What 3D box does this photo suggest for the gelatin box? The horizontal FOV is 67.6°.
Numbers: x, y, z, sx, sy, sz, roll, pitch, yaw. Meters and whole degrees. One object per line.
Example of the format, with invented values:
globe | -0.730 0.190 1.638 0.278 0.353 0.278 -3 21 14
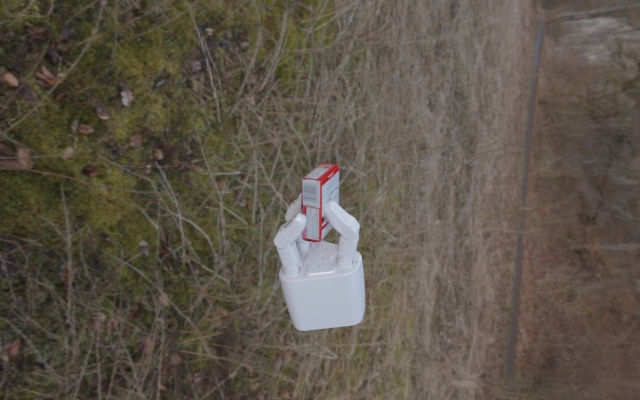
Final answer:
gelatin box | 0.001 0.002 0.645 0.030 0.089 0.073 8 23 19
